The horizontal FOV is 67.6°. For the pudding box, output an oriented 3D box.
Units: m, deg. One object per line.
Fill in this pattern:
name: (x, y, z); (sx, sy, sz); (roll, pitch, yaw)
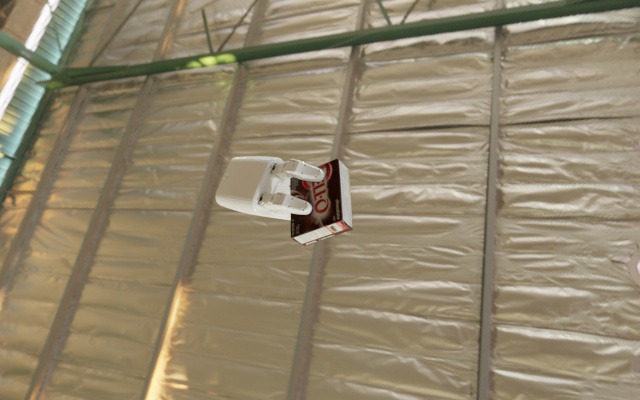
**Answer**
pudding box: (0.000, 0.002, 0.719); (0.090, 0.113, 0.039); (-22, -35, 27)
